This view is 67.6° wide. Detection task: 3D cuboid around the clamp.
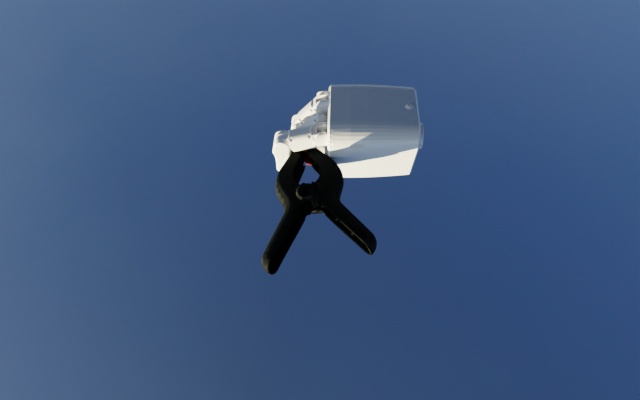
[{"bbox_3d":[0.000,0.002,0.534,0.120,0.171,0.039,-1,-34,5],"label":"clamp"}]
